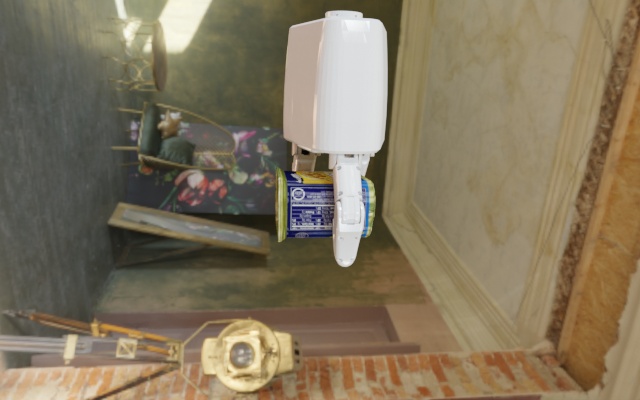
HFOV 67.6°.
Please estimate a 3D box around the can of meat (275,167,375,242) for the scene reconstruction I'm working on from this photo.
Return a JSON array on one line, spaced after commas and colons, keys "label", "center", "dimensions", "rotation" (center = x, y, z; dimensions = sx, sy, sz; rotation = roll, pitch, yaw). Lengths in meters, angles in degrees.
[{"label": "can of meat", "center": [0.000, 0.002, 0.453], "dimensions": [0.084, 0.057, 0.102], "rotation": [0, 11, -7]}]
